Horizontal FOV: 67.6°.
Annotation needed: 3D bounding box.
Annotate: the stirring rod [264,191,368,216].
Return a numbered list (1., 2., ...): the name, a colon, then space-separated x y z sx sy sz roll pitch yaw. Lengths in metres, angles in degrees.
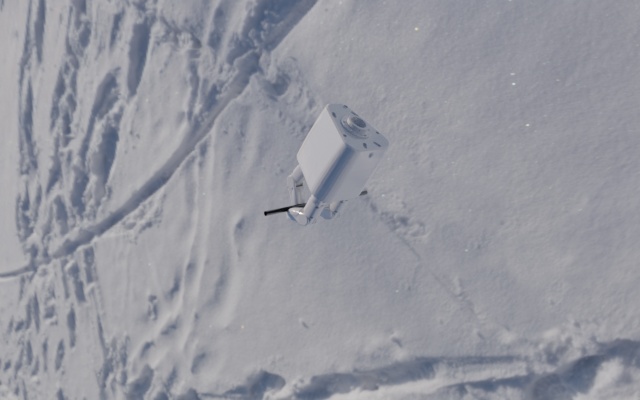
1. stirring rod: 0.000 0.003 0.835 0.239 0.011 0.011 -12 8 -42
